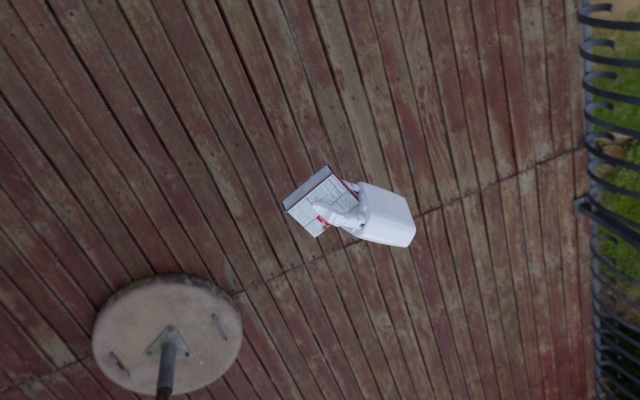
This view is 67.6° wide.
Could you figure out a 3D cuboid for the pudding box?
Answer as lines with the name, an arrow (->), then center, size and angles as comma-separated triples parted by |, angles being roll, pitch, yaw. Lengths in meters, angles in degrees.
pudding box -> 0.000, 0.003, 0.860 | 0.090, 0.113, 0.039 | 46, 7, -33
